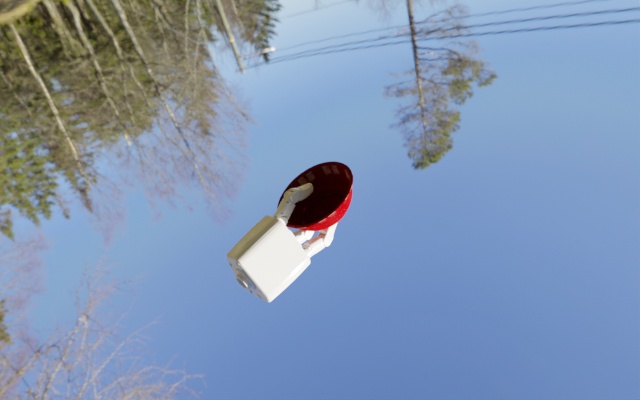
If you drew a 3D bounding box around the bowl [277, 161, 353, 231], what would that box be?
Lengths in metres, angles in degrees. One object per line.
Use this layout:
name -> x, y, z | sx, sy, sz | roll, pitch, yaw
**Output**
bowl -> 0.001, 0.002, 0.897 | 0.162, 0.162, 0.055 | 0, -39, 39
